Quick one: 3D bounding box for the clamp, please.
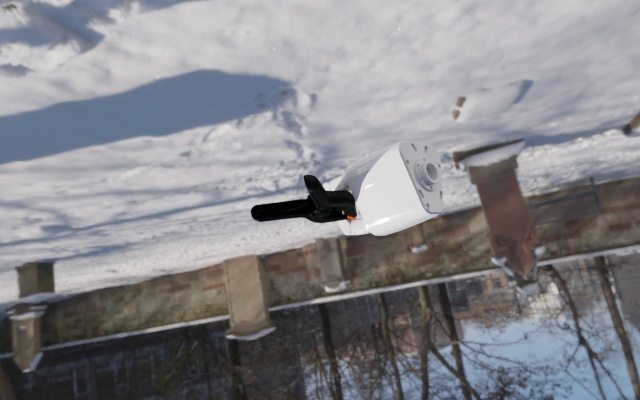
[{"bbox_3d":[0.000,0.003,0.679,0.171,0.039,0.120,1,-19,-41],"label":"clamp"}]
